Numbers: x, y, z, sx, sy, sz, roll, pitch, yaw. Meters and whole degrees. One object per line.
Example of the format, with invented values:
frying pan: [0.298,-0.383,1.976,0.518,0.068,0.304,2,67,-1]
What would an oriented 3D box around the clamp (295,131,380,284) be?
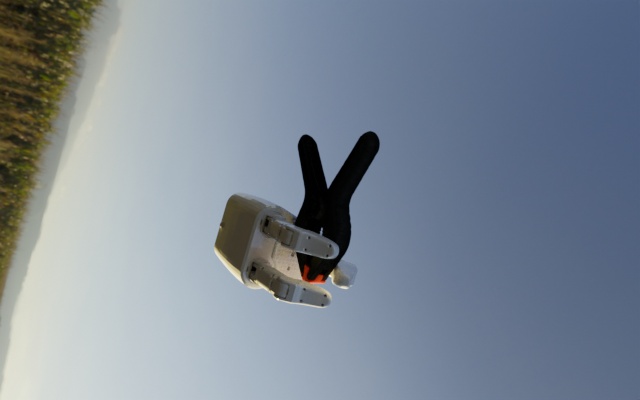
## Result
clamp: [0.001,0.002,0.527,0.039,0.171,0.120,15,4,-34]
